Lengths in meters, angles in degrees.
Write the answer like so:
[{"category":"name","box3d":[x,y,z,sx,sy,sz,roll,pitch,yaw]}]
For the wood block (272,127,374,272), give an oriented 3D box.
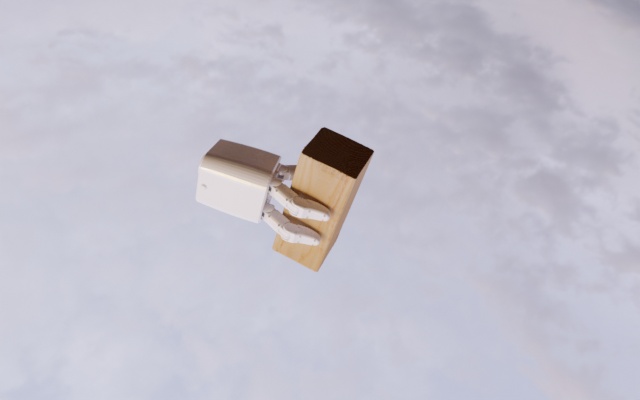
[{"category":"wood block","box3d":[0.000,0.002,0.758,0.090,0.206,0.090,26,41,7]}]
